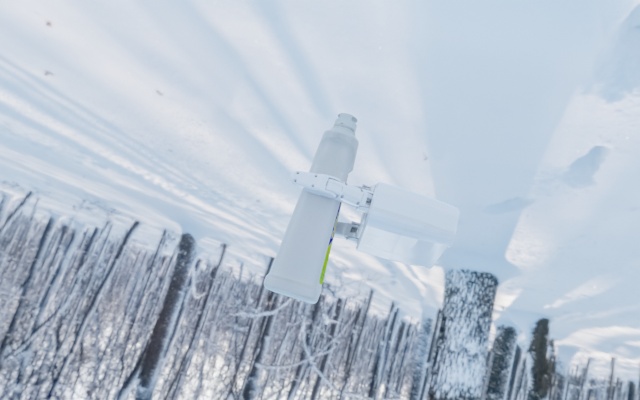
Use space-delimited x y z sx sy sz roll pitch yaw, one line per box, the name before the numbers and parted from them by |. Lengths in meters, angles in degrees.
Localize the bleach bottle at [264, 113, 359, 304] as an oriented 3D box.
bleach bottle | 0.000 0.002 0.615 0.068 0.250 0.102 17 -13 4
